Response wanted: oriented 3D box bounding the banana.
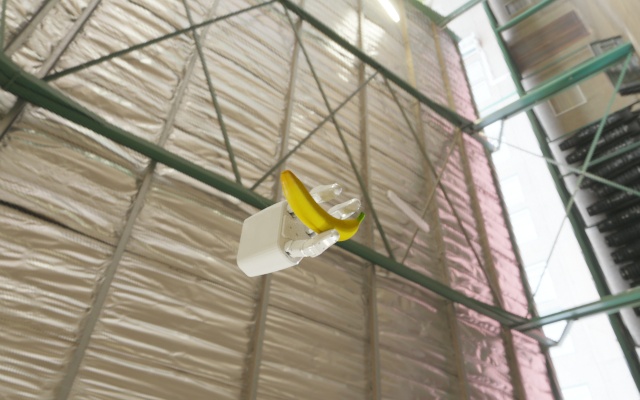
[{"bbox_3d":[0.001,0.021,0.761,0.037,0.069,0.198,-16,-32,37],"label":"banana"}]
